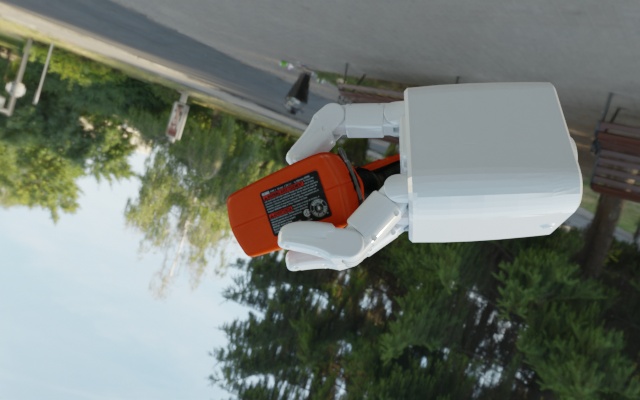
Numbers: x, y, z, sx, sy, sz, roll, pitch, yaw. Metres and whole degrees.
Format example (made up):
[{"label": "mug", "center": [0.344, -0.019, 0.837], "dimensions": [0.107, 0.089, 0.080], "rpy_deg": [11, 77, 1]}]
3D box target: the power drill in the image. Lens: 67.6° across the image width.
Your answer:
[{"label": "power drill", "center": [0.000, 0.001, 0.435], "dimensions": [0.184, 0.057, 0.187], "rpy_deg": [-24, -4, 25]}]
